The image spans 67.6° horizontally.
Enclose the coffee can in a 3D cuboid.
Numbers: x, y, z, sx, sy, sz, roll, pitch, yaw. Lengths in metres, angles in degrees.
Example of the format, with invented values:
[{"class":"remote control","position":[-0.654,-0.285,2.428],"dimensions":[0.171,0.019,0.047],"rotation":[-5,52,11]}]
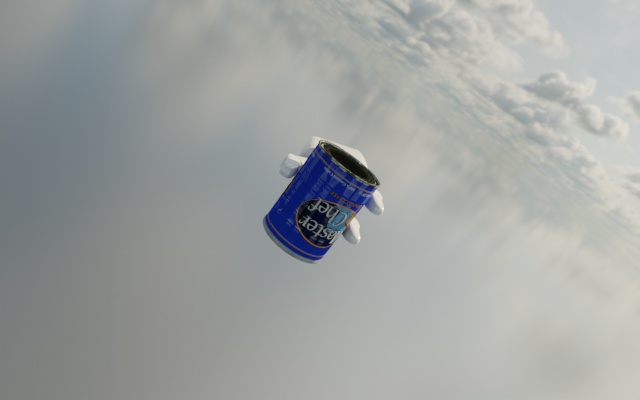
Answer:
[{"class":"coffee can","position":[0.000,0.002,0.662],"dimensions":[0.103,0.140,0.102],"rotation":[33,17,-12]}]
